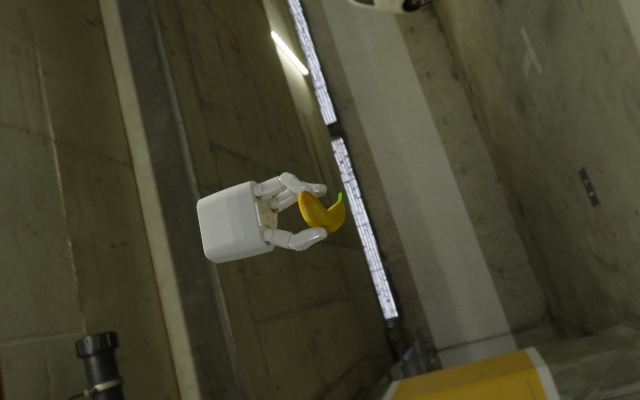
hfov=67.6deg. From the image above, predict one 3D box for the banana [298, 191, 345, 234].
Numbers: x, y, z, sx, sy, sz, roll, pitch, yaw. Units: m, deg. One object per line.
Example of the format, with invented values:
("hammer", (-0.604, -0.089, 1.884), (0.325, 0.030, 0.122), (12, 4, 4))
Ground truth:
("banana", (0.005, 0.021, 0.780), (0.037, 0.069, 0.198), (-13, -4, 17))
